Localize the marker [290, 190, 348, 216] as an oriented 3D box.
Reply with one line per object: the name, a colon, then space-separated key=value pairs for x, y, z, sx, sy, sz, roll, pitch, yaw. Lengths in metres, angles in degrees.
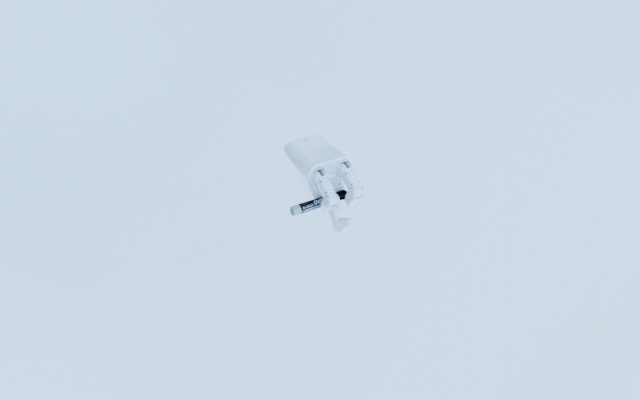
marker: x=0.000 y=0.003 z=0.888 sx=0.121 sy=0.020 sz=0.020 roll=-18 pitch=8 yaw=-25
